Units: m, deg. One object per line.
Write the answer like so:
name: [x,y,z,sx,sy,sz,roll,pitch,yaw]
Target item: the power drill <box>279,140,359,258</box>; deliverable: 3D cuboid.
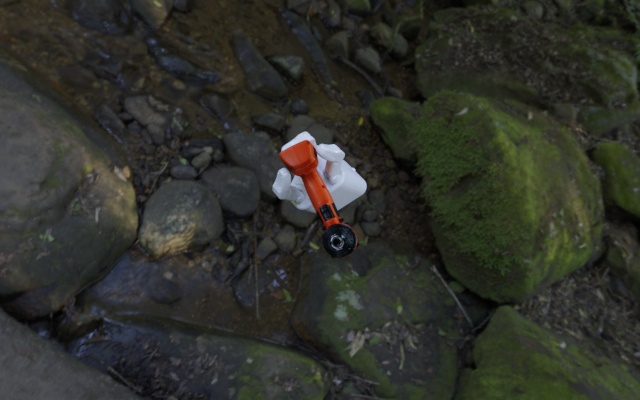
power drill: [0.000,0.002,0.747,0.057,0.187,0.184,-25,-5,1]
